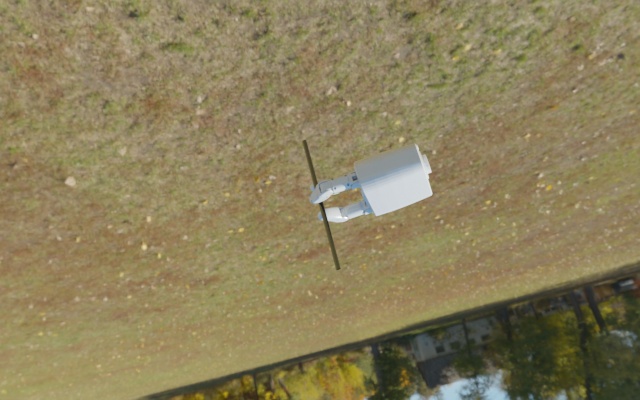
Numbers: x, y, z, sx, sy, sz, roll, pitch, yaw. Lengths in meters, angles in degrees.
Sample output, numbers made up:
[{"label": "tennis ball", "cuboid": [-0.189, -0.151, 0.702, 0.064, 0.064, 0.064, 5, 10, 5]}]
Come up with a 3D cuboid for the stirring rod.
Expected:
[{"label": "stirring rod", "cuboid": [0.000, 0.003, 0.819, 0.011, 0.239, 0.011, -13, -19, -5]}]
